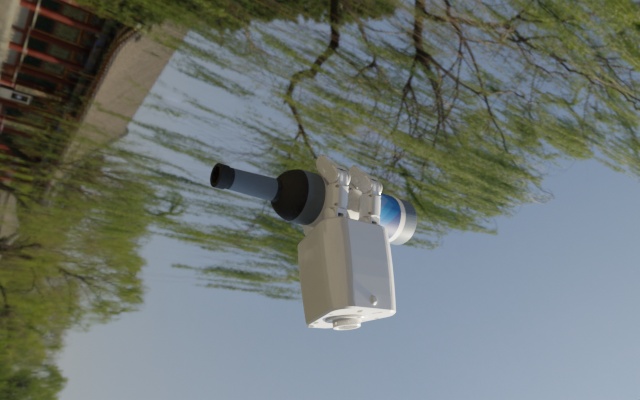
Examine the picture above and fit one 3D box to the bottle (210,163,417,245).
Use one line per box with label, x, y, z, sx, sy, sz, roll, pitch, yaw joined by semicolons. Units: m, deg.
bottle;0.000;0.002;0.608;0.296;0.069;0.069;15;-9;-36
